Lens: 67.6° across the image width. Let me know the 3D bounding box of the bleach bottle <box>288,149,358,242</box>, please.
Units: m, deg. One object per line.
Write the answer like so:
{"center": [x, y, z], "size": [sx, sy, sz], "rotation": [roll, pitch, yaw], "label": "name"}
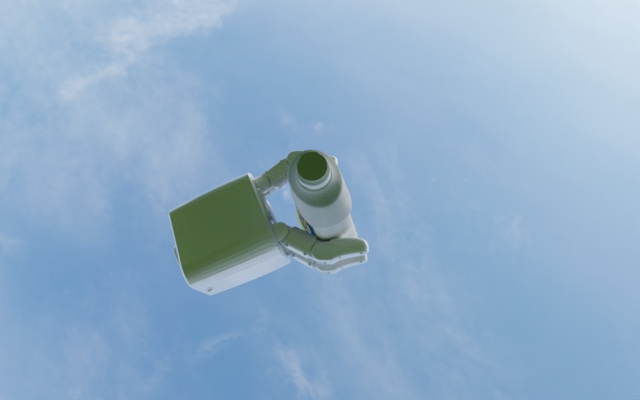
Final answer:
{"center": [0.000, 0.002, 0.542], "size": [0.068, 0.102, 0.251], "rotation": [-25, -19, -3], "label": "bleach bottle"}
